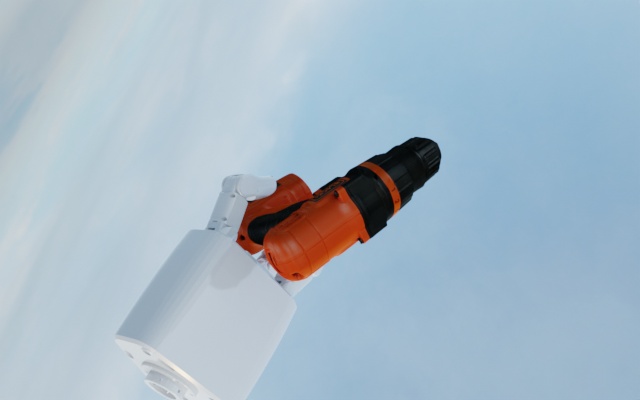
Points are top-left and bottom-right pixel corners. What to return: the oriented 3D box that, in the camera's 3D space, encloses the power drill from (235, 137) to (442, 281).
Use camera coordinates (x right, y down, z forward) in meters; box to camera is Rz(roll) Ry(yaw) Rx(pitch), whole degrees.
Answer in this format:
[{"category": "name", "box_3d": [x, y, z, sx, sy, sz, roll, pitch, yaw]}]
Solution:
[{"category": "power drill", "box_3d": [0.000, 0.002, 0.449, 0.184, 0.057, 0.187, -33, 12, -27]}]
